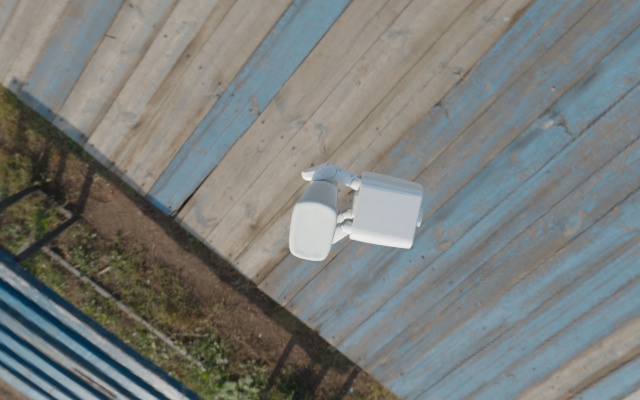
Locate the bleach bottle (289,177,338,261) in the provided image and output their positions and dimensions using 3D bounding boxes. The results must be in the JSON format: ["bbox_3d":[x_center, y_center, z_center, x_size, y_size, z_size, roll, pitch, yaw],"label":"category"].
[{"bbox_3d":[0.000,0.003,0.821,0.068,0.103,0.250,11,22,2],"label":"bleach bottle"}]
